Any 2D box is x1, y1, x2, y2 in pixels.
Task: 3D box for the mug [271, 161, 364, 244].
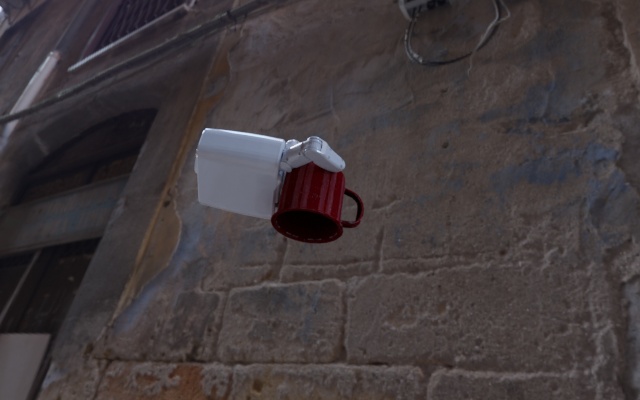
[{"bbox_3d":[0.002,0.002,0.626,0.117,0.081,0.093,11,-30,-2],"label":"mug"}]
